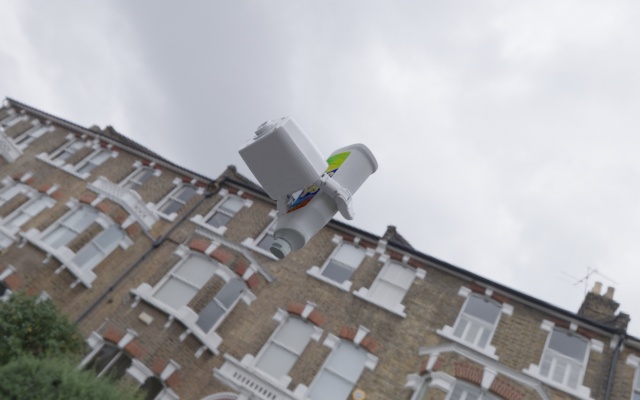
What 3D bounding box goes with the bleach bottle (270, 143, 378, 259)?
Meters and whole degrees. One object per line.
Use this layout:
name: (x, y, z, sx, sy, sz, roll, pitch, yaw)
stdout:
bleach bottle: (0.000, 0.003, 0.829, 0.102, 0.068, 0.250, -11, 32, 48)
